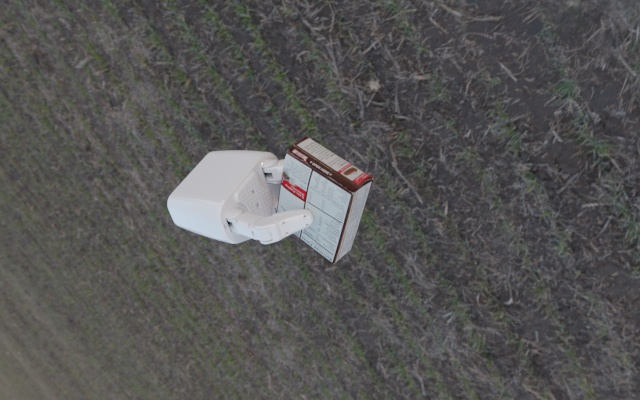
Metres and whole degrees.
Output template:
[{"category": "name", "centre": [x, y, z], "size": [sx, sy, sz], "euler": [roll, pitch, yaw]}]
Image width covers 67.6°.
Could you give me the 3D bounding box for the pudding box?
[{"category": "pudding box", "centre": [0.000, 0.002, 0.512], "size": [0.090, 0.114, 0.039], "euler": [33, 49, 20]}]
